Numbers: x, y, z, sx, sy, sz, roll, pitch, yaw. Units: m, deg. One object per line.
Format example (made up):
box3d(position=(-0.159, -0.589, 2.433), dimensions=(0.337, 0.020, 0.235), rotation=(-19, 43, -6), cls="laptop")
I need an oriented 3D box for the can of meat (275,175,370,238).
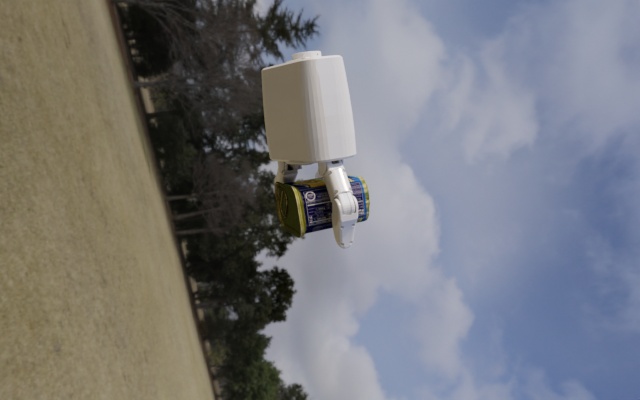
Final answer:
box3d(position=(0.000, 0.002, 0.555), dimensions=(0.084, 0.057, 0.102), rotation=(-11, 9, -17), cls="can of meat")
